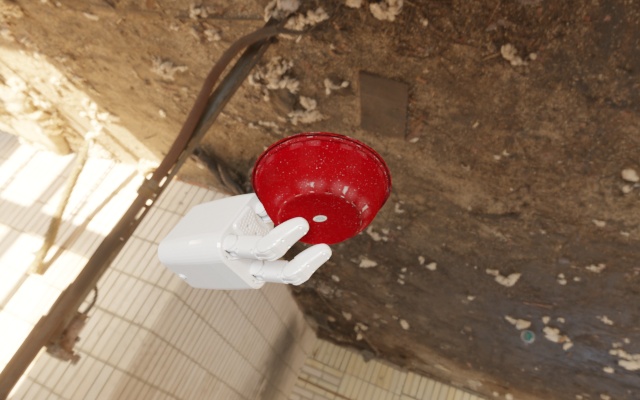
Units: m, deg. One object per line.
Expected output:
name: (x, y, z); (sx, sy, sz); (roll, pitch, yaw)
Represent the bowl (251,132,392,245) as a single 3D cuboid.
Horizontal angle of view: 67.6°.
bowl: (0.001, 0.002, 0.534); (0.162, 0.055, 0.162); (2, -42, 1)
